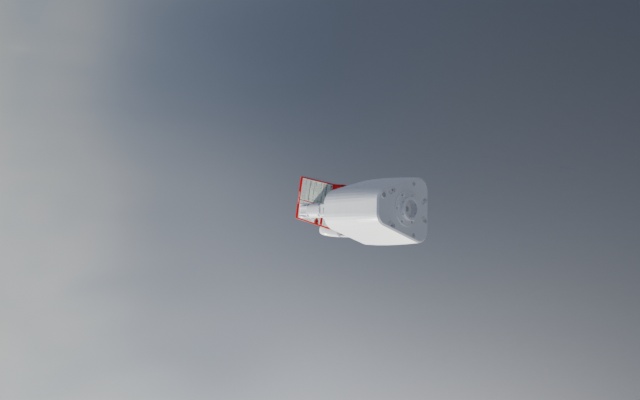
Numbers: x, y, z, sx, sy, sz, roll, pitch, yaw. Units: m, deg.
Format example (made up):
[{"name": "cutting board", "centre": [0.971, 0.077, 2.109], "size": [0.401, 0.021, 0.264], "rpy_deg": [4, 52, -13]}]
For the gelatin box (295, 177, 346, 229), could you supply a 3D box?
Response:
[{"name": "gelatin box", "centre": [0.000, 0.003, 0.786], "size": [0.030, 0.073, 0.089], "rpy_deg": [0, 10, -42]}]
